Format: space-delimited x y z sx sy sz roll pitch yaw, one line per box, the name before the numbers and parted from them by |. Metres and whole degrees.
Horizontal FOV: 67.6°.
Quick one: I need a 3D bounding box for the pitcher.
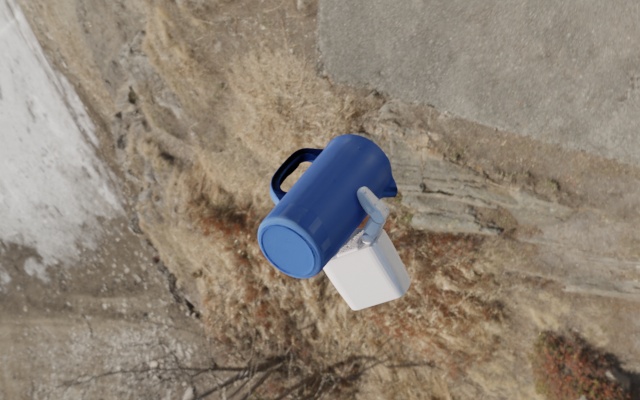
pitcher | 0.000 0.003 0.749 0.149 0.145 0.242 -17 22 40
